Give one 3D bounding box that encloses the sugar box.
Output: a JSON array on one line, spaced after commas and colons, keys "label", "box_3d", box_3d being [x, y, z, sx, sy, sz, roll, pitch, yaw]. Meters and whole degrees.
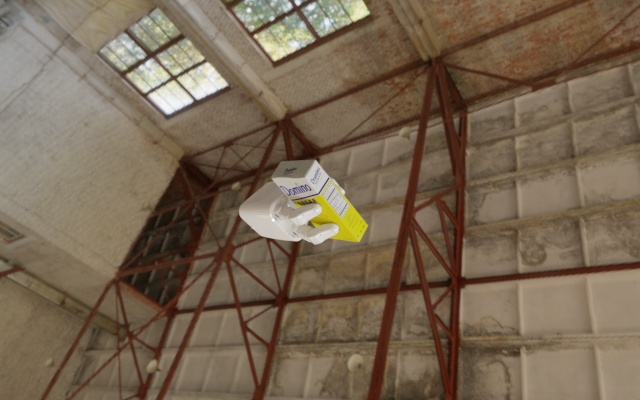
[{"label": "sugar box", "box_3d": [0.000, 0.003, 0.842, 0.093, 0.048, 0.176, 2, -36, 47]}]
